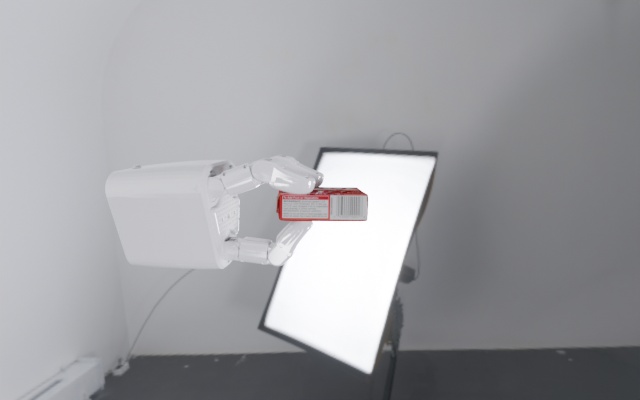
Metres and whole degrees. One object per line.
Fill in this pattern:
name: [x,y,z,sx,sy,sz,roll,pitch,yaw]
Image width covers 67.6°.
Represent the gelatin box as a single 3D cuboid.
gelatin box: [0.000,0.002,0.492,0.089,0.030,0.073,1,7,-4]
